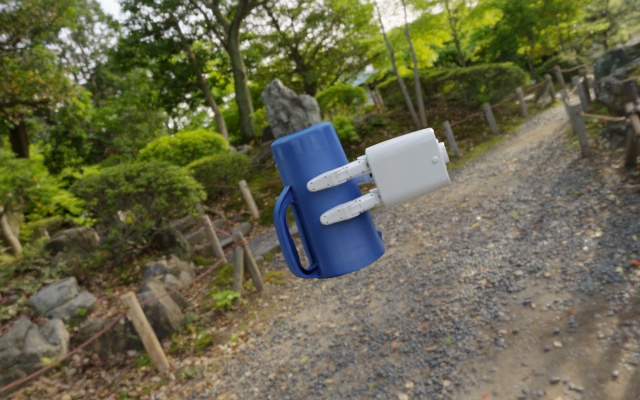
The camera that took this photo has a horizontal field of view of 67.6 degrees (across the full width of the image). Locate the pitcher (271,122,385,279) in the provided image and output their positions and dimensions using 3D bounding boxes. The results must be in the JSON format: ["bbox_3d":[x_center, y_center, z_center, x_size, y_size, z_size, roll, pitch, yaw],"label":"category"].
[{"bbox_3d":[0.000,0.003,0.792,0.145,0.243,0.149,-19,8,15],"label":"pitcher"}]
